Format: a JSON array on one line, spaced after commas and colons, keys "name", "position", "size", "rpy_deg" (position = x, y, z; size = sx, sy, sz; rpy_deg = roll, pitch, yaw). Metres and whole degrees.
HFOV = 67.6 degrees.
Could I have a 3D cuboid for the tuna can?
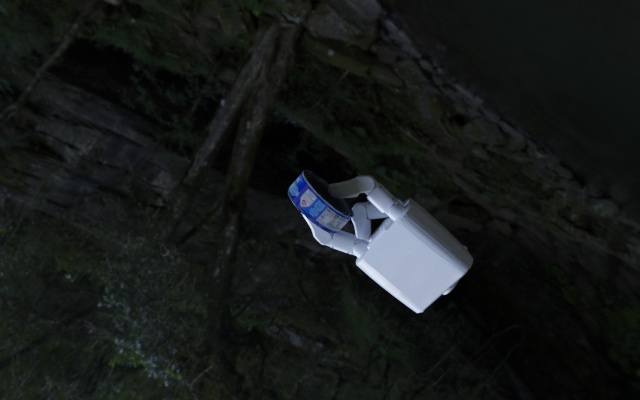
[{"name": "tuna can", "position": [0.000, 0.002, 0.607], "size": [0.086, 0.034, 0.086], "rpy_deg": [40, 13, -12]}]
